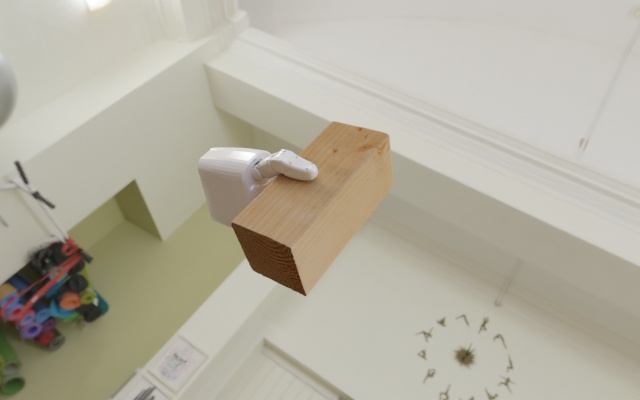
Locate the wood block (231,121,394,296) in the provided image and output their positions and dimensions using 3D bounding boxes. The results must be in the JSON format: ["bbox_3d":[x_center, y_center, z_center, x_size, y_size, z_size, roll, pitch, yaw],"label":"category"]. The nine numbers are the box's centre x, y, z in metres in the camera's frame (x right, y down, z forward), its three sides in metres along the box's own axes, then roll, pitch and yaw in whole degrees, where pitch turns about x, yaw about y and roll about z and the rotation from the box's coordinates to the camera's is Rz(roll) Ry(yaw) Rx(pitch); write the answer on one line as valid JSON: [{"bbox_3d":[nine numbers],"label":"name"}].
[{"bbox_3d":[0.000,0.002,0.591,0.090,0.091,0.206,19,53,32],"label":"wood block"}]
